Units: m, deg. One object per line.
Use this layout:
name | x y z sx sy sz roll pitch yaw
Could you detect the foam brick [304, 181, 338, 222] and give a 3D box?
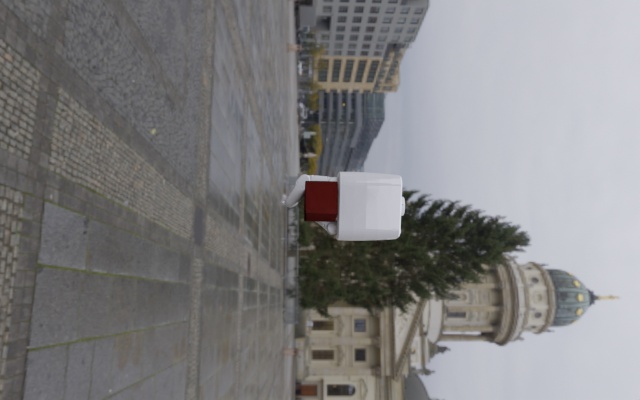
foam brick | 0.000 0.003 0.754 0.051 0.053 0.078 2 -11 -1
